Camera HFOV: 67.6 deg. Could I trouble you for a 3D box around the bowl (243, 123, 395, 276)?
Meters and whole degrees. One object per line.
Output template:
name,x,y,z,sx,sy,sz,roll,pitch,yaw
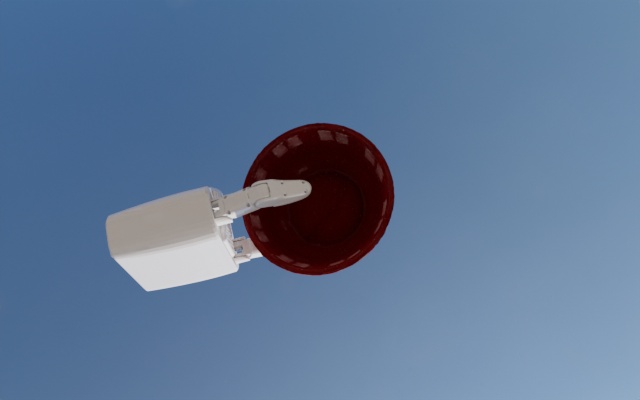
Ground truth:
bowl,0.001,0.002,0.513,0.162,0.162,0.055,0,-14,14
